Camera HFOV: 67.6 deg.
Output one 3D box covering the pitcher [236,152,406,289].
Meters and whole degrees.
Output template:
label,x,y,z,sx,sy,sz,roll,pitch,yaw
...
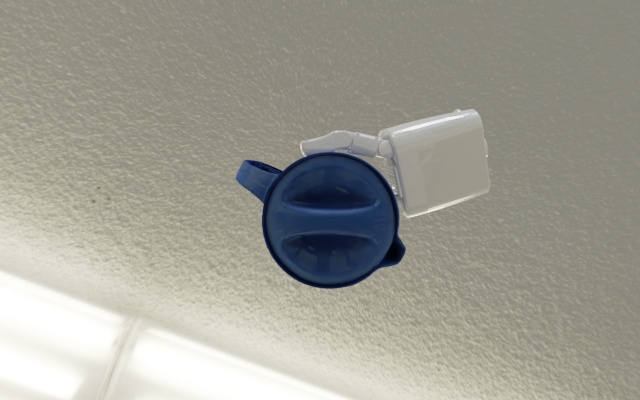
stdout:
label,x,y,z,sx,sy,sz,roll,pitch,yaw
pitcher,0.000,0.002,0.569,0.145,0.149,0.243,-19,6,2
